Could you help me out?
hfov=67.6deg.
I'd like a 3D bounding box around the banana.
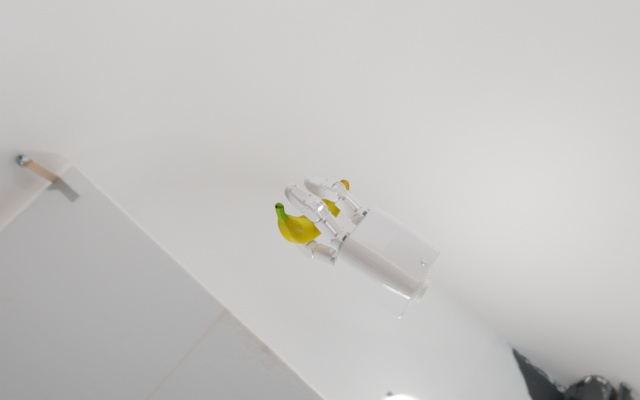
[{"bbox_3d":[-0.006,0.020,0.681,0.037,0.070,0.197,24,22,21],"label":"banana"}]
